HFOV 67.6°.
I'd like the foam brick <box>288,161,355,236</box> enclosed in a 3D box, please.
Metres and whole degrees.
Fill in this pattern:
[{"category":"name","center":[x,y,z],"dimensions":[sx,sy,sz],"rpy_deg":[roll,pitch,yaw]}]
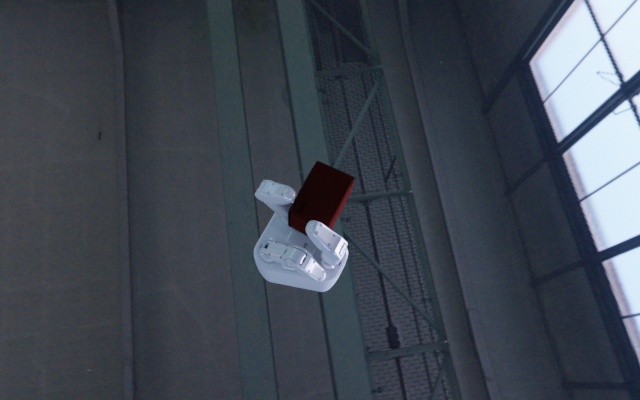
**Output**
[{"category":"foam brick","center":[0.000,0.002,0.583],"dimensions":[0.053,0.078,0.051],"rpy_deg":[27,-20,7]}]
